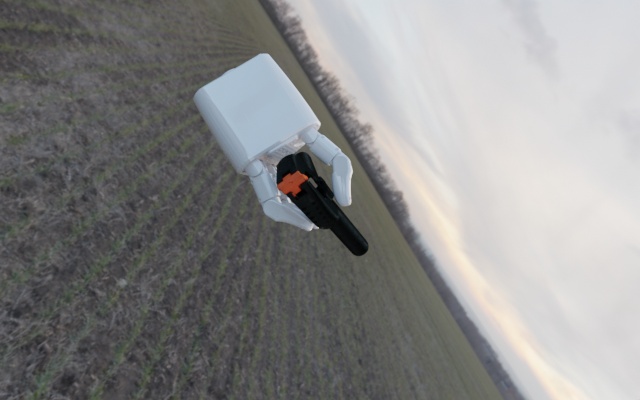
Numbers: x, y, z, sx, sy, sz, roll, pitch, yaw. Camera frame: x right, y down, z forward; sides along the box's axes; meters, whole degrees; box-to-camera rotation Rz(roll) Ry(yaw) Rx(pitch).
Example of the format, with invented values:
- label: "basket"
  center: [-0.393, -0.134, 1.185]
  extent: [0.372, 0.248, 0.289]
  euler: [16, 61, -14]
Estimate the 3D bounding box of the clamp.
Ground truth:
- label: "clamp"
  center: [0.001, 0.001, 0.561]
  extent: [0.036, 0.164, 0.210]
  euler: [-36, -6, 7]
